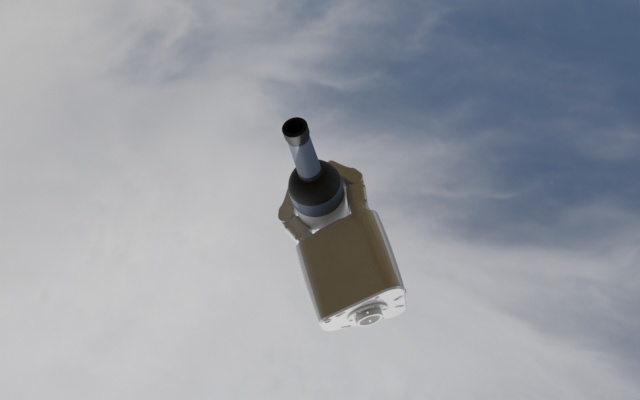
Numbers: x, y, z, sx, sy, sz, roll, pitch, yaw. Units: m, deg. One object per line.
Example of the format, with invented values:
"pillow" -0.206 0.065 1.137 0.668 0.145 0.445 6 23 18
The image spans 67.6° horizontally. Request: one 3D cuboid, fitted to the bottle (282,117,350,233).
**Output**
"bottle" 0.000 0.002 0.613 0.069 0.069 0.296 0 -32 12
